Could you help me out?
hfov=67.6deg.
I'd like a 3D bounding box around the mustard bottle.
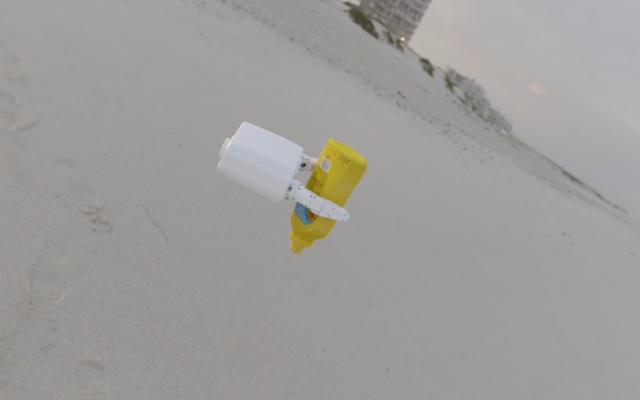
[{"bbox_3d":[0.001,0.002,0.765,0.058,0.192,0.096,19,18,-32],"label":"mustard bottle"}]
